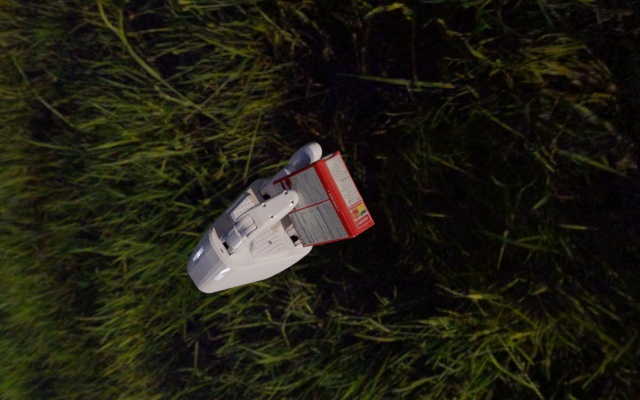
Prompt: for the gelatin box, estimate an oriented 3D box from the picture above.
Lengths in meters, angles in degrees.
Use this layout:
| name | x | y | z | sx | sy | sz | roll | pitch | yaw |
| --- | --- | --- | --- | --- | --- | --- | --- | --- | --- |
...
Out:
| name | x | y | z | sx | sy | sz | roll | pitch | yaw |
| --- | --- | --- | --- | --- | --- | --- | --- | --- | --- |
| gelatin box | 0.000 | 0.002 | 0.445 | 0.030 | 0.073 | 0.089 | -30 | 6 | -33 |
